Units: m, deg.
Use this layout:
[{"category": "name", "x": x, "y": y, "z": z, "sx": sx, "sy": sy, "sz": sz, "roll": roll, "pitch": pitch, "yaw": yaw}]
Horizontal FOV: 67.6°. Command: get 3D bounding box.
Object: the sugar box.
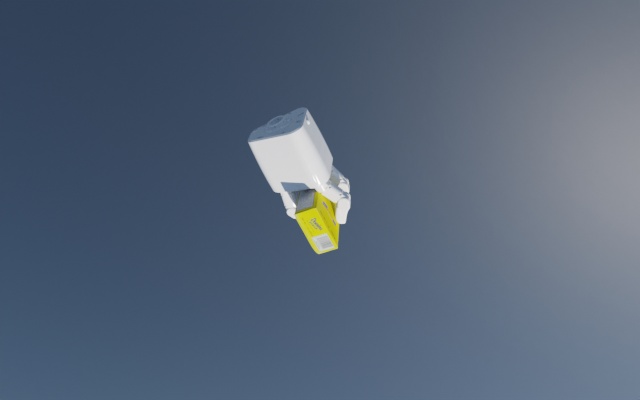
[{"category": "sugar box", "x": 0.001, "y": 0.003, "z": 0.850, "sx": 0.048, "sy": 0.093, "sz": 0.176, "roll": -17, "pitch": 32, "yaw": 18}]
